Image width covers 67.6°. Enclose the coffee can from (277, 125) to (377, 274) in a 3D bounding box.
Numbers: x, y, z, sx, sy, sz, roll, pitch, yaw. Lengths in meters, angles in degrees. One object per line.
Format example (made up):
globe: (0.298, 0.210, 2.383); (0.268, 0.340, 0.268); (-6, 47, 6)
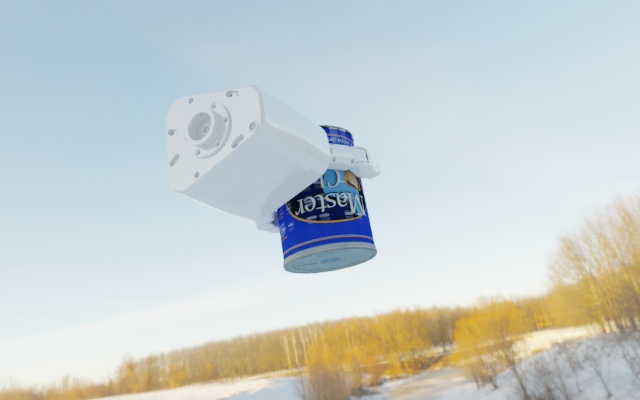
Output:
coffee can: (0.000, 0.002, 0.538); (0.103, 0.140, 0.103); (-9, -20, -3)
